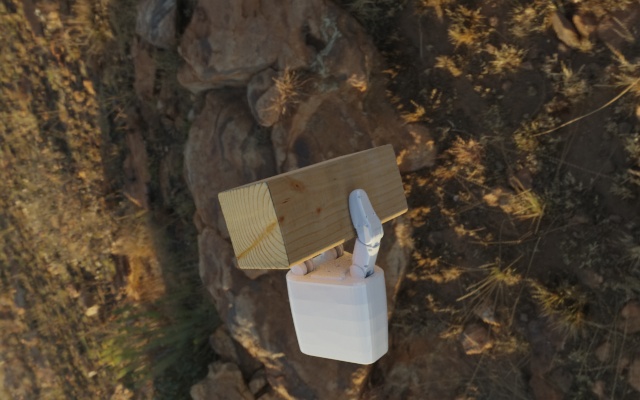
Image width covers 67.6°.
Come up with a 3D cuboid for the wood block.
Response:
[{"bbox_3d":[0.000,0.002,0.559,0.091,0.090,0.206,-8,9,46],"label":"wood block"}]
